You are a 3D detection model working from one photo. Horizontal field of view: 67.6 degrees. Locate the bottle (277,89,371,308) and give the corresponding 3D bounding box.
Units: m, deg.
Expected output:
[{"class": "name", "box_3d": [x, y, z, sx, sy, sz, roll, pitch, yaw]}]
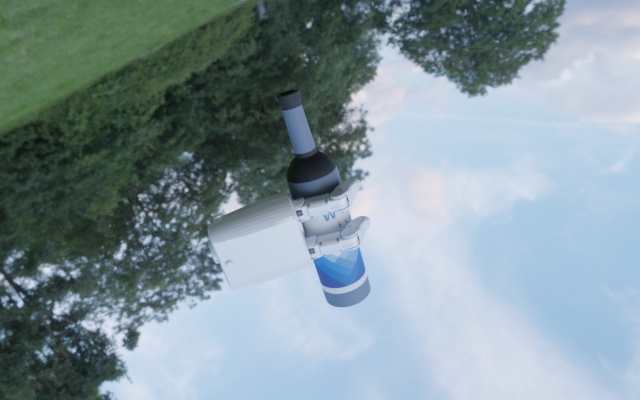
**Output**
[{"class": "bottle", "box_3d": [0.000, 0.002, 0.623, 0.069, 0.296, 0.069, -14, 23, 6]}]
